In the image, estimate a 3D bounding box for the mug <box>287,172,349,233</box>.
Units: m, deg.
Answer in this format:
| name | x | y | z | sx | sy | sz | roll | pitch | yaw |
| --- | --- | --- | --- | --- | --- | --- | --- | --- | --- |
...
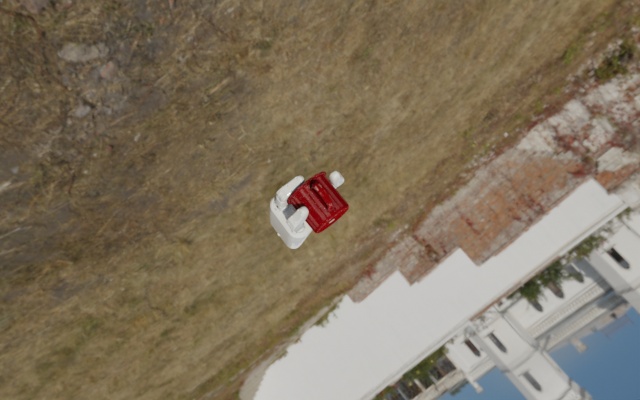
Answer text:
| name | x | y | z | sx | sy | sz | roll | pitch | yaw |
| --- | --- | --- | --- | --- | --- | --- | --- | --- | --- |
| mug | 0.001 | 0.003 | 0.874 | 0.093 | 0.081 | 0.117 | -36 | -10 | -17 |
